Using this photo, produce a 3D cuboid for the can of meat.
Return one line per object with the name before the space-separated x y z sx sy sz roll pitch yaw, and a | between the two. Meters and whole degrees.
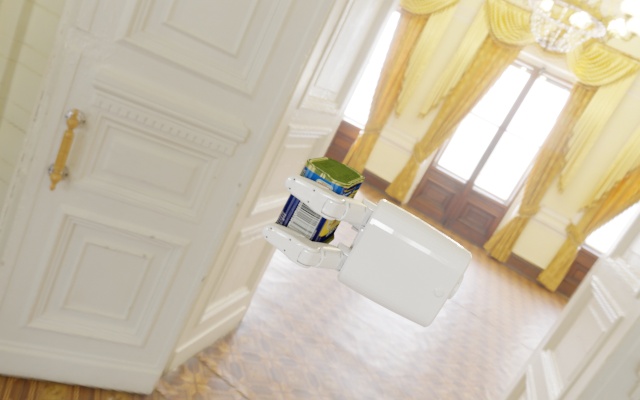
can of meat | 0.000 0.001 0.521 0.057 0.084 0.102 31 16 11
